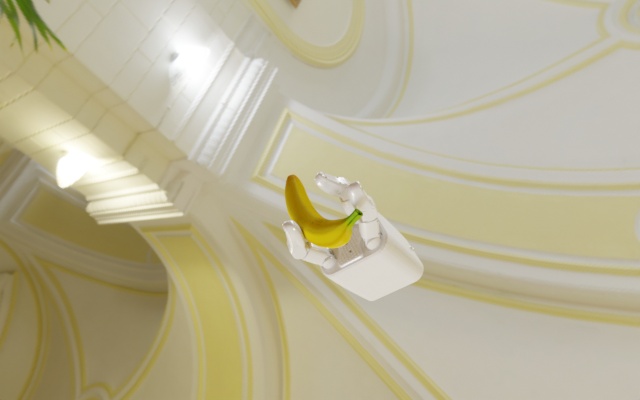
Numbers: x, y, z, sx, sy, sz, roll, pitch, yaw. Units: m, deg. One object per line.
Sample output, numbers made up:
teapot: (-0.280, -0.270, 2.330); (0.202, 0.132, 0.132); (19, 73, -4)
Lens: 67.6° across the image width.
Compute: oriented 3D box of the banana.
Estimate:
banana: (-0.008, 0.019, 0.653); (0.037, 0.069, 0.197); (30, 0, -35)
